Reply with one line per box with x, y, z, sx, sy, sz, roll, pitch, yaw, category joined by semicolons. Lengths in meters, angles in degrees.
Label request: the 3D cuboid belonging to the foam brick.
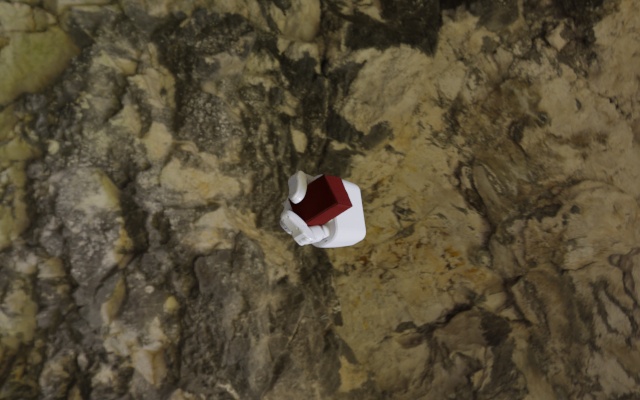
0.000;0.002;0.737;0.078;0.053;0.051;-32;-21;27;foam brick
